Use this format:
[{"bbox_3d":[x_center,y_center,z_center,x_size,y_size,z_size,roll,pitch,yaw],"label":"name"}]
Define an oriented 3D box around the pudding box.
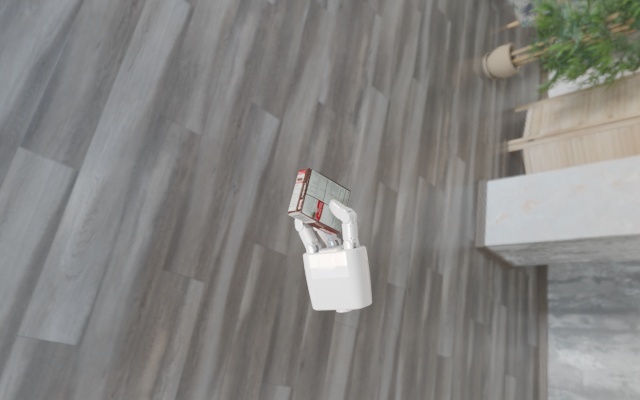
[{"bbox_3d":[0.000,0.003,0.885,0.039,0.090,0.113,-7,-27,45],"label":"pudding box"}]
